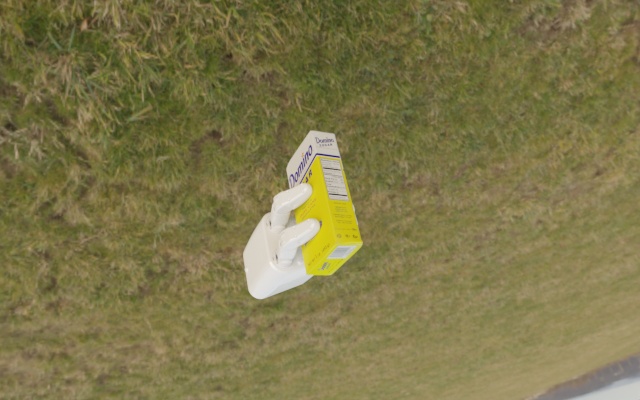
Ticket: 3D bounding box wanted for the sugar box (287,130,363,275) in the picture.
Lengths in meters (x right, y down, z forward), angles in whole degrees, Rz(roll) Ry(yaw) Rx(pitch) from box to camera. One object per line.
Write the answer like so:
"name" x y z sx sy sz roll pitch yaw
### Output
"sugar box" 0.000 0.002 0.647 0.048 0.176 0.093 3 -34 -30
